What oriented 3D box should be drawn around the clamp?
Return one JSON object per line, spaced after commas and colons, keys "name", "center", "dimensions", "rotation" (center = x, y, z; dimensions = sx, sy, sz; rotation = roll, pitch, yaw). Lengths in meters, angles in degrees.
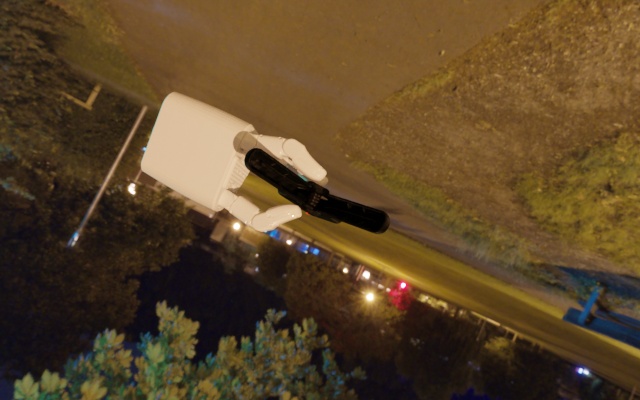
{"name": "clamp", "center": [0.000, 0.003, 0.577], "dimensions": [0.164, 0.036, 0.210], "rotation": [27, -6, 6]}
